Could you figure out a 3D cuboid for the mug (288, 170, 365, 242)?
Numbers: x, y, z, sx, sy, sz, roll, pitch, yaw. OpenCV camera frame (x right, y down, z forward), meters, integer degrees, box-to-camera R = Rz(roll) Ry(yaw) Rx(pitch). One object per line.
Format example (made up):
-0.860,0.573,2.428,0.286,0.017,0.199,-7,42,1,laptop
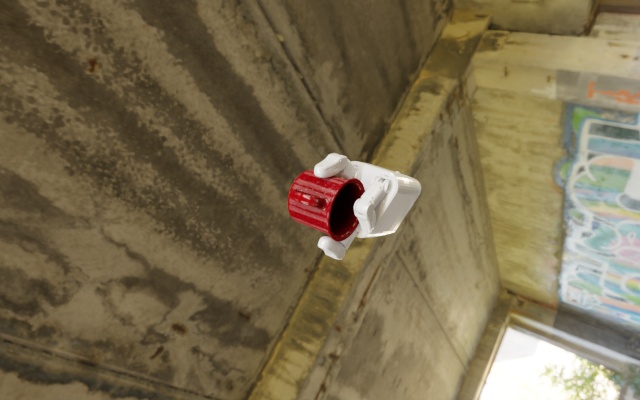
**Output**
-0.001,0.002,0.683,0.081,0.093,0.117,19,7,33,mug
